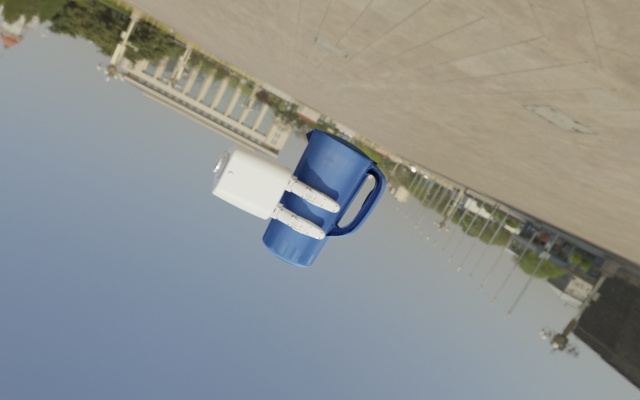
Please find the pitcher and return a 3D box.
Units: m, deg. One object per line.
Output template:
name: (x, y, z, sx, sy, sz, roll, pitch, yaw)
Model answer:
pitcher: (0.000, 0.003, 0.884, 0.145, 0.243, 0.149, 26, 9, -22)
